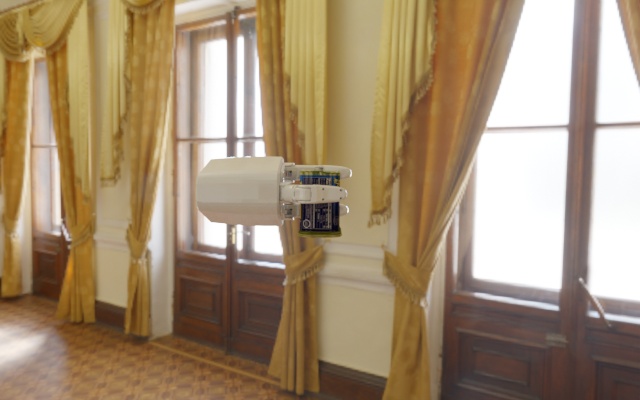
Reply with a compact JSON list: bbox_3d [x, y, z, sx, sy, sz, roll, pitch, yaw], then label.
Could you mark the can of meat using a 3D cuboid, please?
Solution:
[{"bbox_3d":[0.000,0.002,0.642,0.057,0.084,0.102,0,3,2],"label":"can of meat"}]
